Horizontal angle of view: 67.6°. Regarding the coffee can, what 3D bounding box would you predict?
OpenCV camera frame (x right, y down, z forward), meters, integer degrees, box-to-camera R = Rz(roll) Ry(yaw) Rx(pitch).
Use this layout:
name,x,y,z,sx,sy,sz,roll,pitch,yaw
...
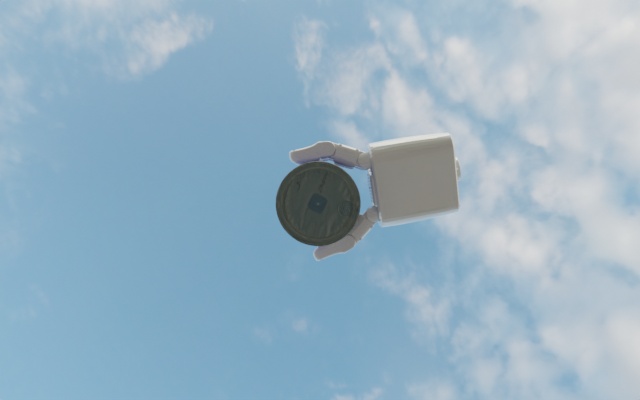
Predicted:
name,x,y,z,sx,sy,sz,roll,pitch,yaw
coffee can,0.000,0.002,0.641,0.103,0.103,0.140,0,2,3
